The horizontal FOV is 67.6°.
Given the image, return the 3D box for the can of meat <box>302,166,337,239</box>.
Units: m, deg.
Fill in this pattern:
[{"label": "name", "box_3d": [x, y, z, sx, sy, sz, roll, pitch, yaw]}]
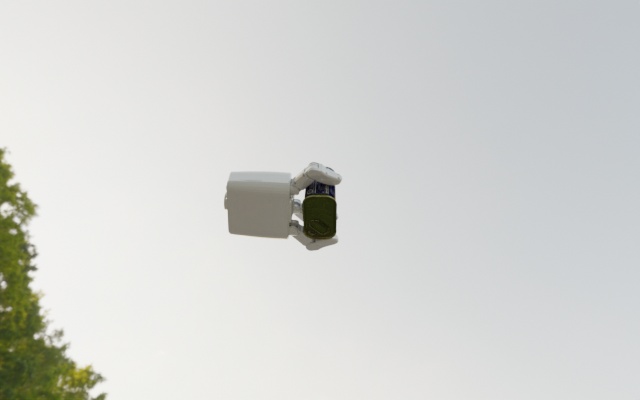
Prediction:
[{"label": "can of meat", "box_3d": [0.000, 0.002, 0.830, 0.057, 0.102, 0.083, 1, 43, 2]}]
